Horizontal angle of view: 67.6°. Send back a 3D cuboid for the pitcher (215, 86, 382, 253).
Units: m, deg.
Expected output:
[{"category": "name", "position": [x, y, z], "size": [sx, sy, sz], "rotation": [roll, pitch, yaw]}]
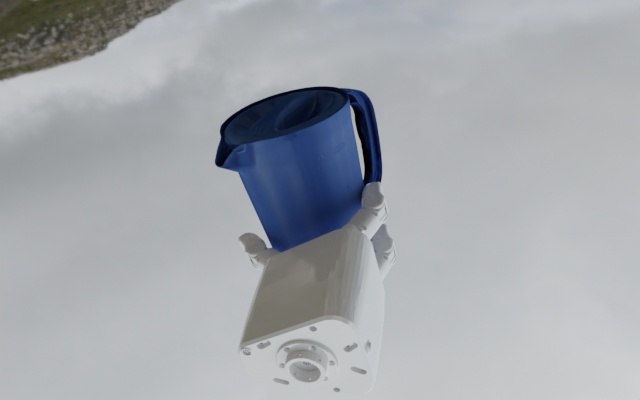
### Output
[{"category": "pitcher", "position": [0.000, 0.002, 0.533], "size": [0.149, 0.243, 0.145], "rotation": [-10, 31, 13]}]
